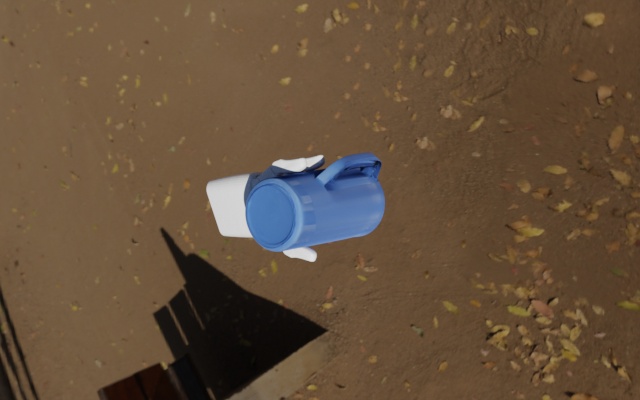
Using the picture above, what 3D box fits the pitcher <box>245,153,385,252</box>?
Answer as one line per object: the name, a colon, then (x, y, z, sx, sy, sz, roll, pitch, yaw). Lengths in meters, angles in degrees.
pitcher: (0.000, 0.003, 0.775, 0.145, 0.149, 0.243, -2, 4, 34)
